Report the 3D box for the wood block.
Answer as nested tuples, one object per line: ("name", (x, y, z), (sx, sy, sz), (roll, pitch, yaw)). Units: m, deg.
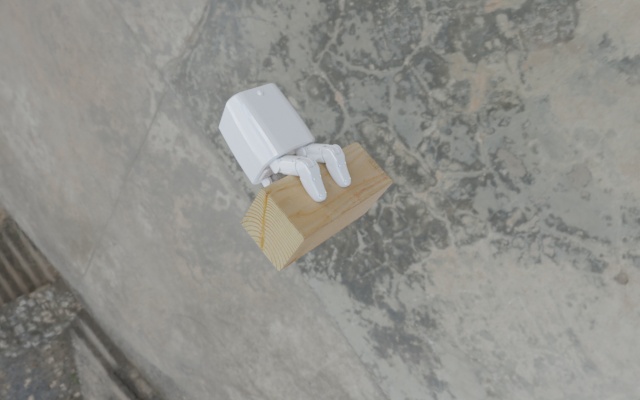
("wood block", (0.000, 0.002, 0.696), (0.206, 0.090, 0.091), (-30, -15, -42))
